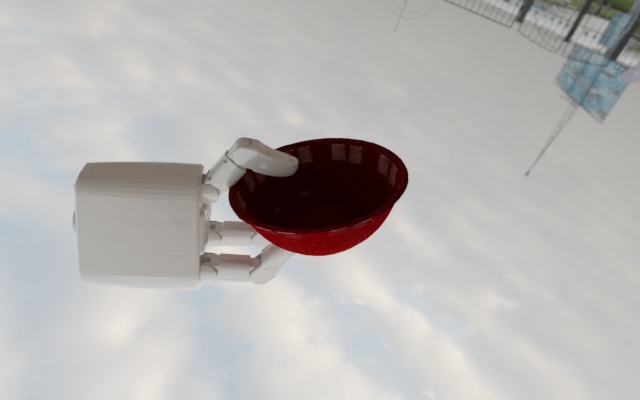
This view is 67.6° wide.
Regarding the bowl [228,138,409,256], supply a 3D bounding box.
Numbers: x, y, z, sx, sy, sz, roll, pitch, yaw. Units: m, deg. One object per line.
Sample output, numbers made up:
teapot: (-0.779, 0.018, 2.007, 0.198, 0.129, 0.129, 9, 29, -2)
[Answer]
bowl: (0.001, 0.002, 0.441, 0.162, 0.055, 0.162, -6, 33, 4)
